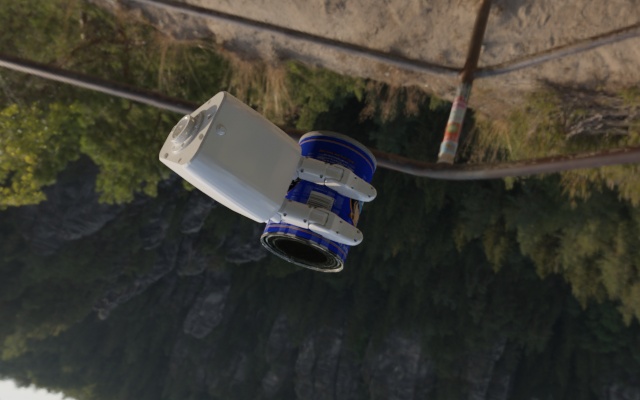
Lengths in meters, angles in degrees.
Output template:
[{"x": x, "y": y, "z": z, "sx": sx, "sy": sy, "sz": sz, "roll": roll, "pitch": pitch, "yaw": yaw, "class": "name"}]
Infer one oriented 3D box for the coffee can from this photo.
[{"x": 0.000, "y": 0.002, "z": 0.579, "sx": 0.103, "sy": 0.140, "sz": 0.103, "roll": 17, "pitch": -23, "yaw": 7, "class": "coffee can"}]
